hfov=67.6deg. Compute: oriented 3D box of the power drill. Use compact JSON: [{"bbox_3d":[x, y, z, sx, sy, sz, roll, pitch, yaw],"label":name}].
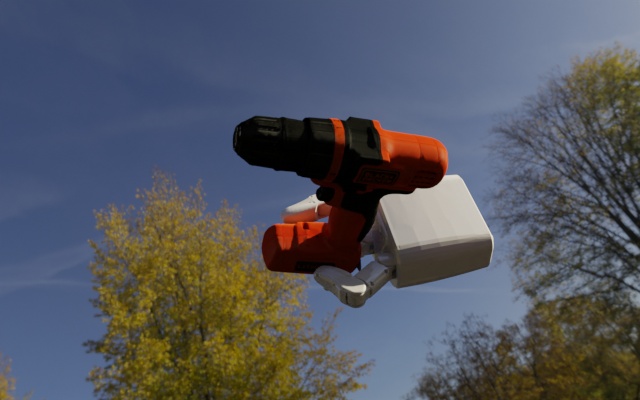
[{"bbox_3d":[0.000,0.002,0.446,0.184,0.057,0.188,7,-38,-17],"label":"power drill"}]
